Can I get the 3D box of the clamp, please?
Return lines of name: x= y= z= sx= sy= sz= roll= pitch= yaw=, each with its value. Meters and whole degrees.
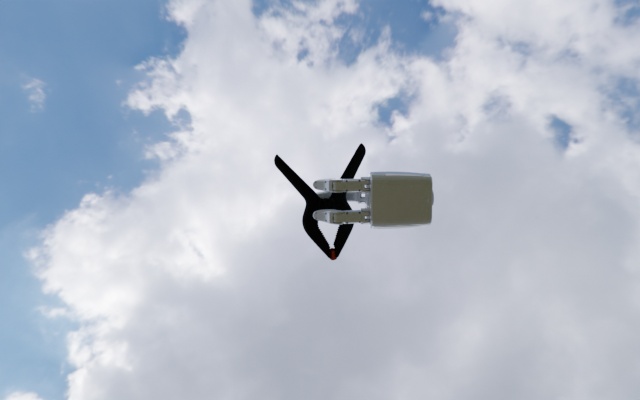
clamp: x=0.000 y=0.003 z=0.863 sx=0.164 sy=0.210 sz=0.036 roll=-1 pitch=6 yaw=0
